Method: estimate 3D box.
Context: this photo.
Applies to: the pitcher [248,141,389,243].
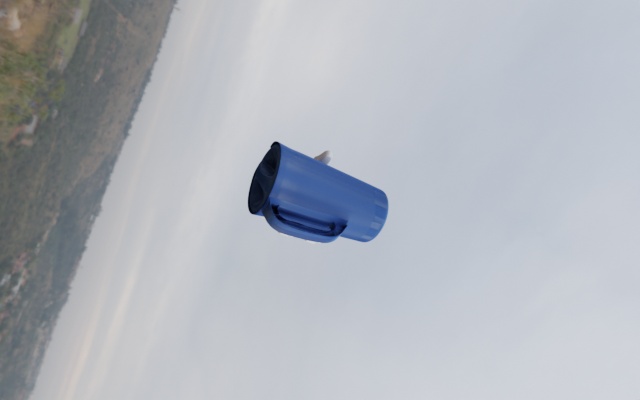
[{"bbox_3d":[0.000,0.003,0.863,0.243,0.149,0.145,19,-6,-24],"label":"pitcher"}]
